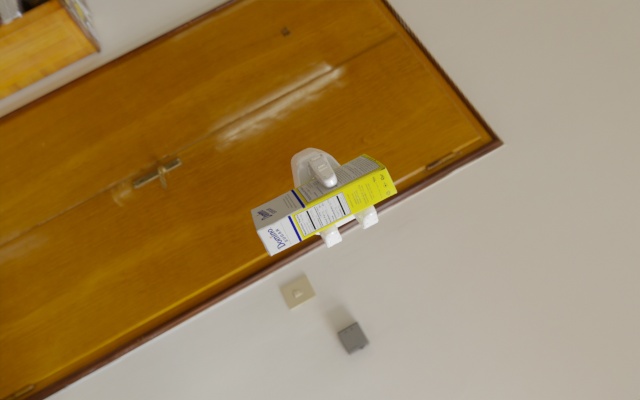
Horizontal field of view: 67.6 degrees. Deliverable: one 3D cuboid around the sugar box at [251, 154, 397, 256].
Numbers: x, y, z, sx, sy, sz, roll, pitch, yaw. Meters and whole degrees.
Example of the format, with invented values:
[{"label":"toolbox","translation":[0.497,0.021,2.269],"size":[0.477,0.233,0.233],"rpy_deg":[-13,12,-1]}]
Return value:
[{"label":"sugar box","translation":[0.000,0.002,0.618],"size":[0.176,0.048,0.093],"rpy_deg":[-29,19,-4]}]
